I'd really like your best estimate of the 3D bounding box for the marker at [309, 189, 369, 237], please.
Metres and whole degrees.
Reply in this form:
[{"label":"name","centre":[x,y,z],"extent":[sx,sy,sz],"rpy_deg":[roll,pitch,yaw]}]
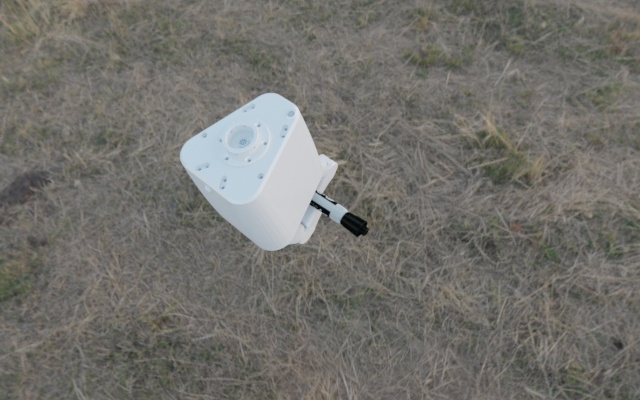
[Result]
[{"label":"marker","centre":[0.000,0.002,0.505],"extent":[0.121,0.020,0.020],"rpy_deg":[34,15,23]}]
